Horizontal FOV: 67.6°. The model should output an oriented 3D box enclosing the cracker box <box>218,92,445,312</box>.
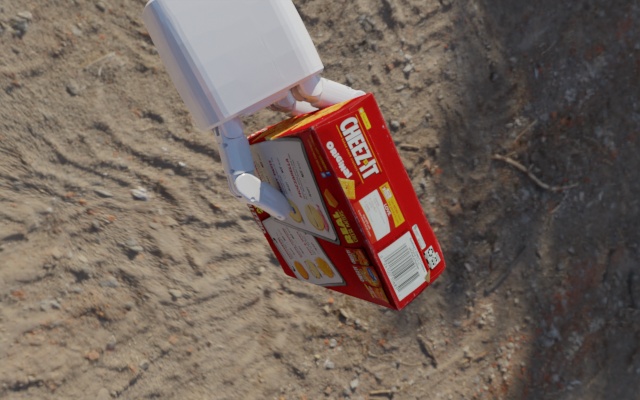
[{"bbox_3d":[0.000,0.002,0.458,0.072,0.164,0.213,-33,16,-25],"label":"cracker box"}]
